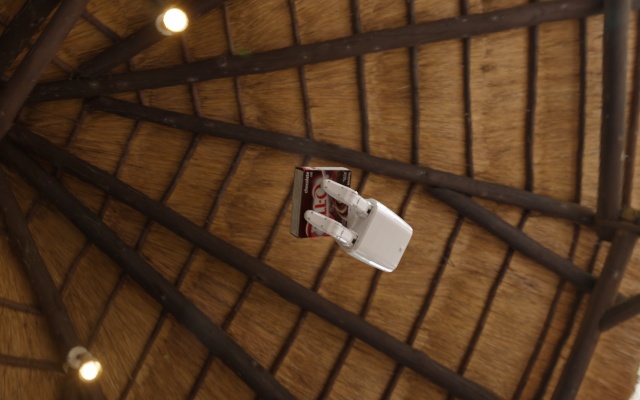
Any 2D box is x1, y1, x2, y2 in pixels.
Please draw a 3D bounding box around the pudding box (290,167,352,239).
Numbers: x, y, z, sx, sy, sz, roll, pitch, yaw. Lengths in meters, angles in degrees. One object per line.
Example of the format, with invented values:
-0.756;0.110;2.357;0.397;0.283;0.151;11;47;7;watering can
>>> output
0.000;0.002;0.769;0.090;0.113;0.039;-2;11;-32;pudding box
